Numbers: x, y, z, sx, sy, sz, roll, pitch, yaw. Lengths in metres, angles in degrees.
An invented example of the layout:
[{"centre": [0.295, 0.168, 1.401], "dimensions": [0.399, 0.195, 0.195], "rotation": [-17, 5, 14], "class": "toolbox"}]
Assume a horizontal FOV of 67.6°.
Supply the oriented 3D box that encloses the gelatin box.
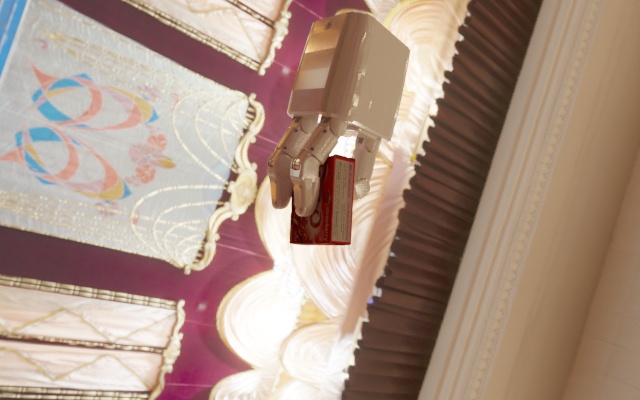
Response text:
[{"centre": [0.000, 0.002, 0.491], "dimensions": [0.030, 0.089, 0.073], "rotation": [8, -8, -36], "class": "gelatin box"}]
